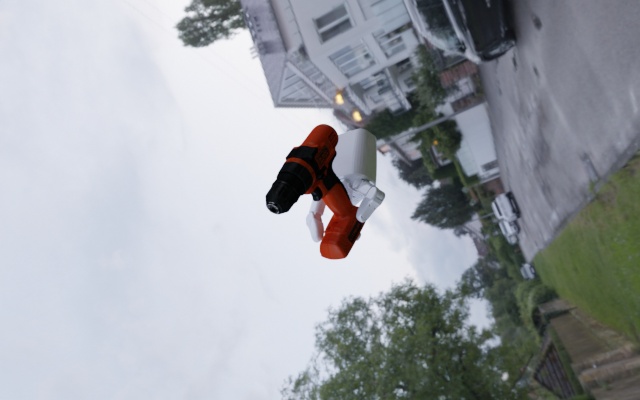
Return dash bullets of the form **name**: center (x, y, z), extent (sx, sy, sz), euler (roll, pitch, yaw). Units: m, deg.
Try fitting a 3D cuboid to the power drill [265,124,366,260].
- **power drill**: center (0.000, 0.003, 0.736), extent (0.057, 0.188, 0.184), euler (2, 43, 35)
